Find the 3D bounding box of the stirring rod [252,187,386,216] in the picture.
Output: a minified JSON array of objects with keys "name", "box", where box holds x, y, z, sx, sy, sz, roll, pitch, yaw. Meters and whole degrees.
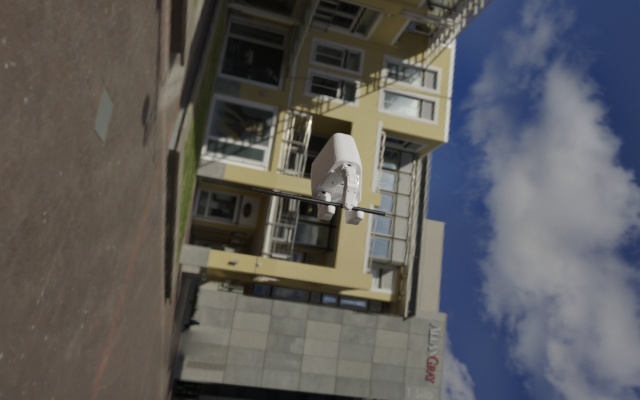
[{"name":"stirring rod","box":[0.000,0.003,0.836,0.239,0.011,0.011,11,-2,-12]}]
